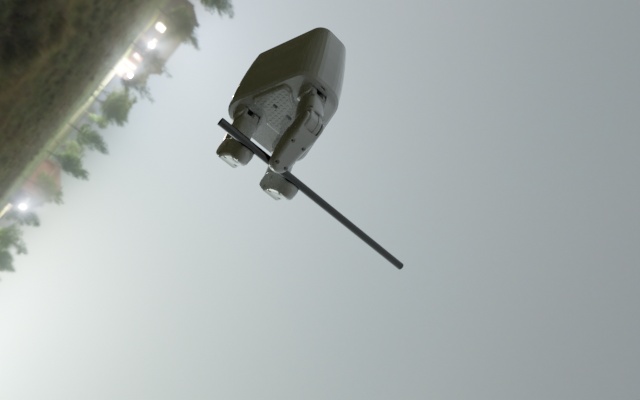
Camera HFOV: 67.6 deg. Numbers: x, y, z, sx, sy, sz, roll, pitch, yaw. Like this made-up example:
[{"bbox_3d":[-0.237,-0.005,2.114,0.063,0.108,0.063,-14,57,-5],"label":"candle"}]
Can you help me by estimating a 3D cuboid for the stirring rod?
[{"bbox_3d":[0.000,0.001,0.454,0.239,0.011,0.011,39,-19,-25],"label":"stirring rod"}]
